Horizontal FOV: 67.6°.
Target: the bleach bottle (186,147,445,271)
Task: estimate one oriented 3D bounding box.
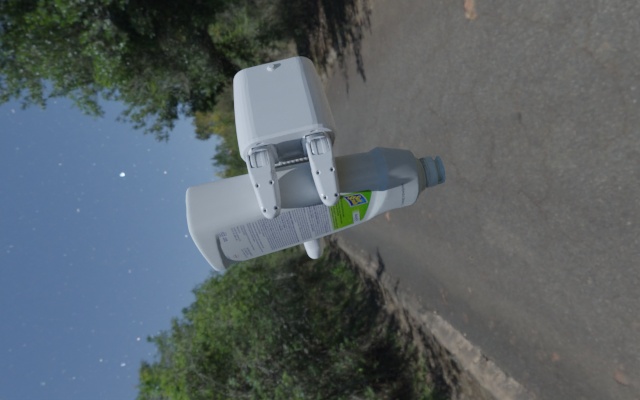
[{"bbox_3d":[0.000,0.002,0.487,0.251,0.068,0.103,-13,-32,-1],"label":"bleach bottle"}]
